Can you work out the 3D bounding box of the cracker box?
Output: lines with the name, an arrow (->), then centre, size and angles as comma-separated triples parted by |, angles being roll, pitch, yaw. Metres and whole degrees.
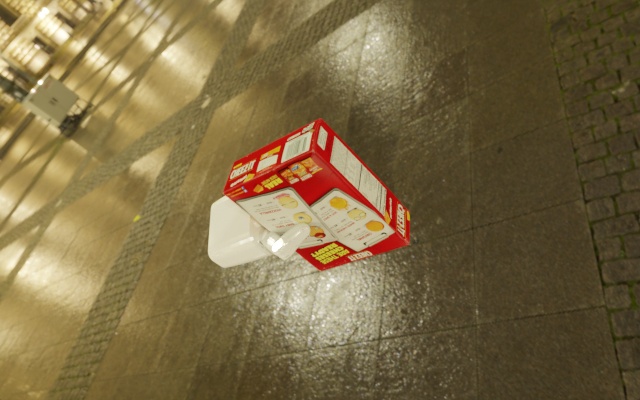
cracker box -> 0.000, 0.002, 0.667 | 0.164, 0.072, 0.214 | -22, -49, 34
